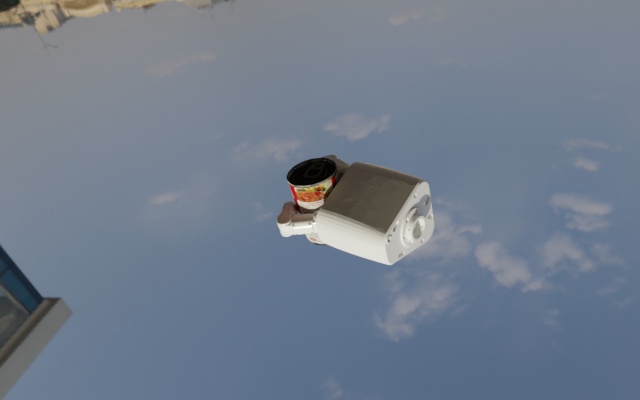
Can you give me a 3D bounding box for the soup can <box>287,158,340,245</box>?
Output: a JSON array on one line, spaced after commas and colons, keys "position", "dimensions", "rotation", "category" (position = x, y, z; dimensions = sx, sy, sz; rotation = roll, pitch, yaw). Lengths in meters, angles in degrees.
[{"position": [0.000, 0.002, 0.654], "dimensions": [0.068, 0.102, 0.068], "rotation": [-11, 34, 8], "category": "soup can"}]
